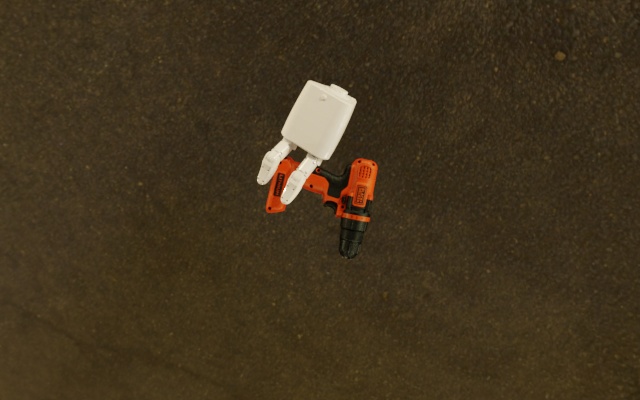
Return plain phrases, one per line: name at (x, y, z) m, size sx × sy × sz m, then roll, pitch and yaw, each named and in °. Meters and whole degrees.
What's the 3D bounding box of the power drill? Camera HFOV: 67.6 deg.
power drill at (0.000, 0.002, 0.869) m, size 0.187 × 0.184 × 0.057 m, roll 12°, pitch -1°, yaw -2°
